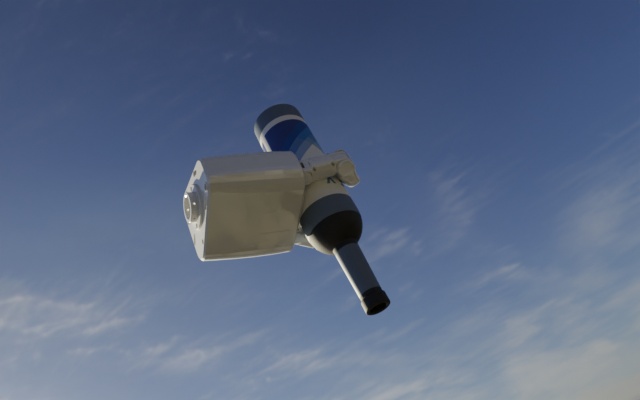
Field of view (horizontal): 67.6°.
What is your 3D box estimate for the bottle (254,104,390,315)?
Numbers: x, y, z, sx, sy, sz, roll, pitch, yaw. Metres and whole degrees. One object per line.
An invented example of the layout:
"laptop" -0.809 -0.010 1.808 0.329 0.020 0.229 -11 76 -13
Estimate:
"bottle" 0.000 0.002 0.560 0.069 0.295 0.069 -19 -36 -14
